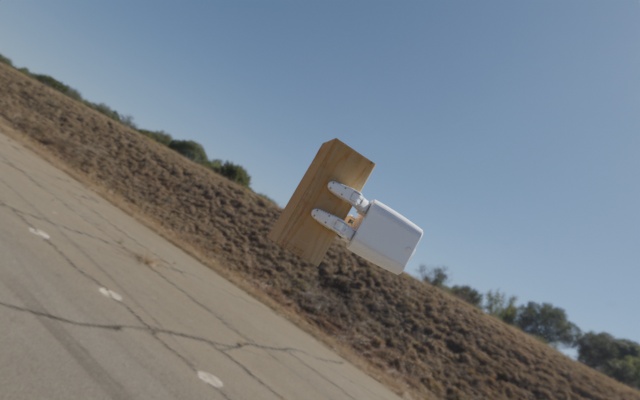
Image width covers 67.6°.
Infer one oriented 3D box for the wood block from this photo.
[{"bbox_3d":[0.000,0.003,0.857,0.090,0.206,0.091,32,-7,-13],"label":"wood block"}]
